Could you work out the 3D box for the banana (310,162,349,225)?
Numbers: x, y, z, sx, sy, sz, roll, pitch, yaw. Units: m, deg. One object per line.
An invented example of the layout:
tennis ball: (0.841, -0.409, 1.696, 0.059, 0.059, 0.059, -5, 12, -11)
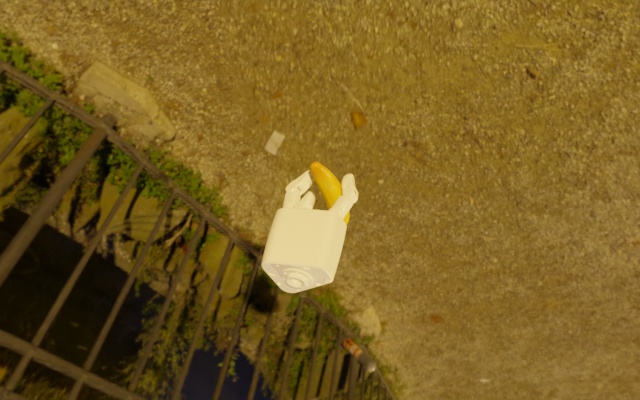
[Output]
banana: (0.018, 0.008, 0.853, 0.069, 0.037, 0.198, 11, -36, 11)
